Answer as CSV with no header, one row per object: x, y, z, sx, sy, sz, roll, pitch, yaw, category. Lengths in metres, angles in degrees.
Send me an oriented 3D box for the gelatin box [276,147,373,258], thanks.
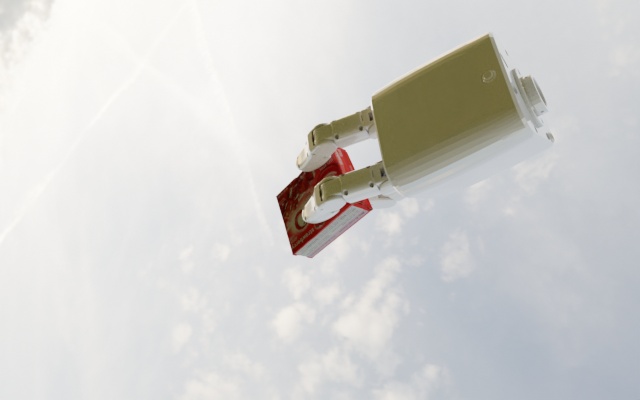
0.000,0.002,0.462,0.030,0.073,0.089,17,-48,-42,gelatin box
